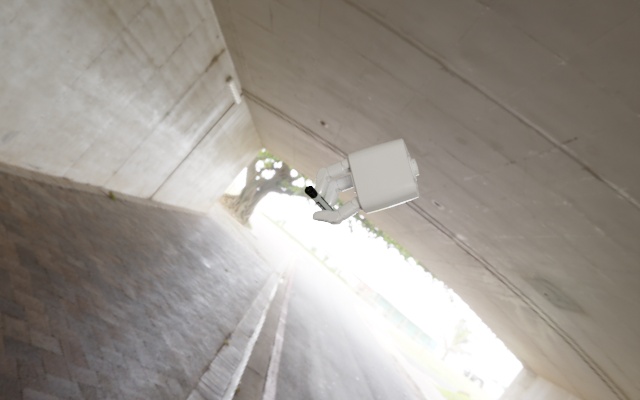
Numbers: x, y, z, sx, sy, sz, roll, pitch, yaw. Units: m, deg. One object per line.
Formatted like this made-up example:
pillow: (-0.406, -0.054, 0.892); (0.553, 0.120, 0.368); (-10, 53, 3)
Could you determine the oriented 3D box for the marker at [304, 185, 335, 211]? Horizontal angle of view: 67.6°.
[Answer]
marker: (0.000, 0.003, 0.891); (0.020, 0.020, 0.121); (0, -24, 24)
